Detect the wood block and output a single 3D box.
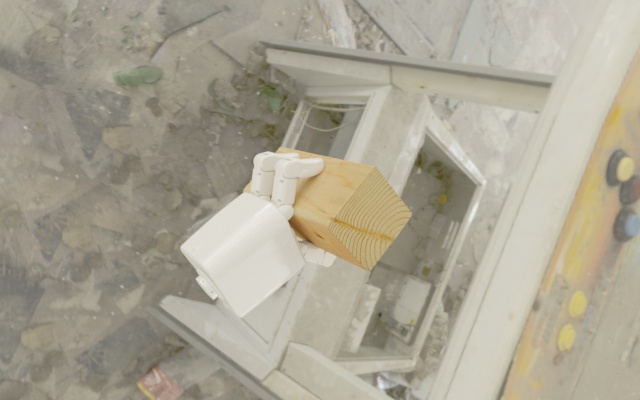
[{"bbox_3d":[0.000,0.003,0.612,0.206,0.090,0.091,20,-24,53],"label":"wood block"}]
